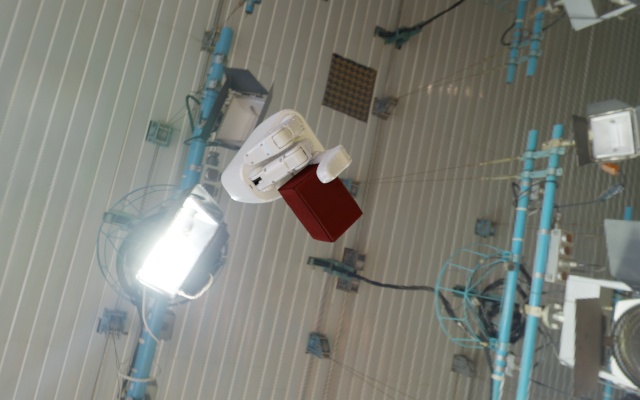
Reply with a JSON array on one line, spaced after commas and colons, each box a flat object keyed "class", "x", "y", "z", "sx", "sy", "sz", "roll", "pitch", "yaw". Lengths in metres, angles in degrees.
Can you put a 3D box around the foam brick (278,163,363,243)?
[{"class": "foam brick", "x": 0.000, "y": 0.002, "z": 0.550, "sx": 0.053, "sy": 0.078, "sz": 0.051, "roll": -40, "pitch": 15, "yaw": -22}]
